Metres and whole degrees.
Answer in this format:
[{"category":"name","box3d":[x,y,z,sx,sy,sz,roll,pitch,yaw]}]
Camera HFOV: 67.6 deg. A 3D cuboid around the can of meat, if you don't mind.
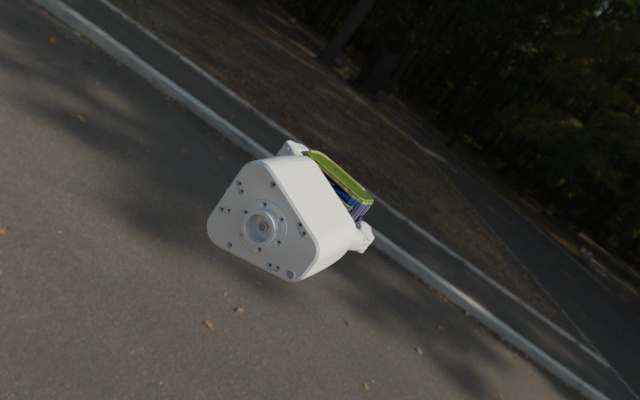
[{"category":"can of meat","box3d":[0.000,0.002,0.564,0.102,0.084,0.057,42,18,16]}]
